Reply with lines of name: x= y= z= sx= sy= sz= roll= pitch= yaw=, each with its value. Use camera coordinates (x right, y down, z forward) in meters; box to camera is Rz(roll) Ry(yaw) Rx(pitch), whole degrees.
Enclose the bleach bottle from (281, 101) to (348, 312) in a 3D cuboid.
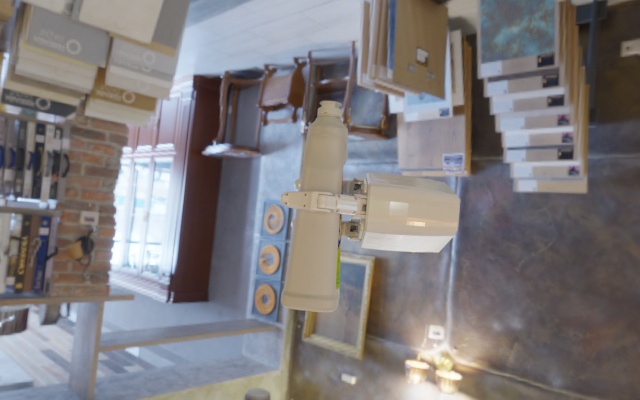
bleach bottle: x=0.000 y=0.002 z=0.587 sx=0.068 sy=0.251 sz=0.102 roll=5 pitch=-3 yaw=4
